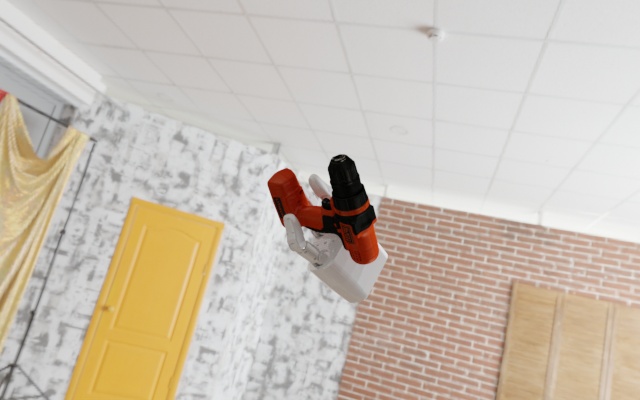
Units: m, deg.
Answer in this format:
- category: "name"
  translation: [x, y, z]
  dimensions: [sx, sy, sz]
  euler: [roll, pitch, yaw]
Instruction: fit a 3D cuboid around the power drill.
- category: "power drill"
  translation: [0.000, 0.003, 0.739]
  dimensions: [0.057, 0.184, 0.187]
  euler: [-36, 35, -31]
